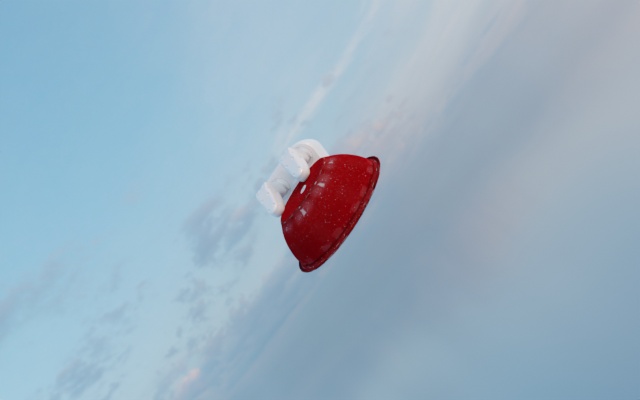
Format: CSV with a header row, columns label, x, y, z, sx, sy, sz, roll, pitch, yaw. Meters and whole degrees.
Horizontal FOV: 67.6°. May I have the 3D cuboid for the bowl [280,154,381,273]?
label,x,y,z,sx,sy,sz,roll,pitch,yaw
bowl,0.000,0.002,0.560,0.055,0.162,0.162,33,-9,-13
